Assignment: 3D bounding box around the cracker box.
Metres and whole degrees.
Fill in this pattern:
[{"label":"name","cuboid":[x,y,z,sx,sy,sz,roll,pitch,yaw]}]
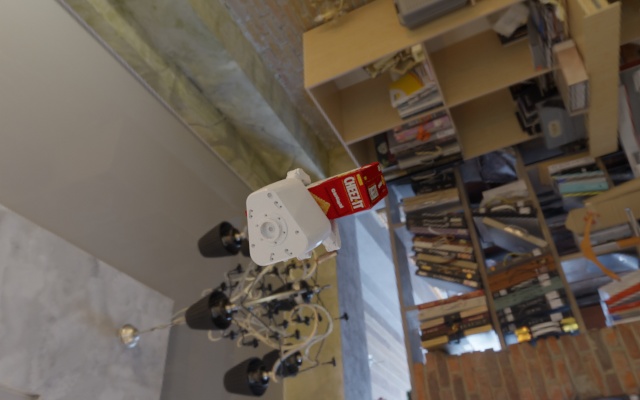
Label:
[{"label":"cracker box","cuboid":[0.000,0.003,0.843,0.214,0.072,0.164,-18,4,19]}]
